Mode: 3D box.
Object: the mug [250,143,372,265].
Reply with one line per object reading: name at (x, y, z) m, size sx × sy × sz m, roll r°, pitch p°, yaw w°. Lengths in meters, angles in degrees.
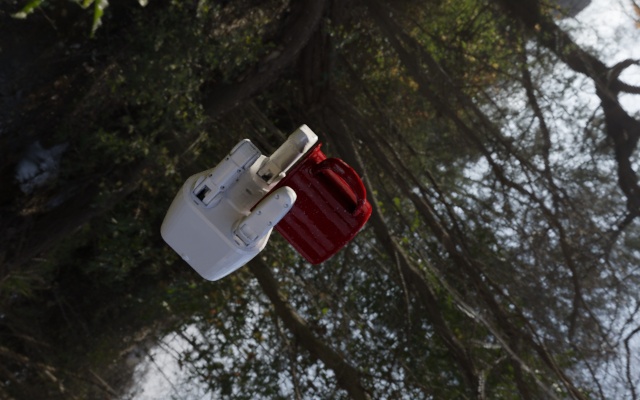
mug at (0.001, 0.001, 0.445) m, size 0.117 × 0.081 × 0.093 m, roll -38°, pitch 8°, yaw 50°
